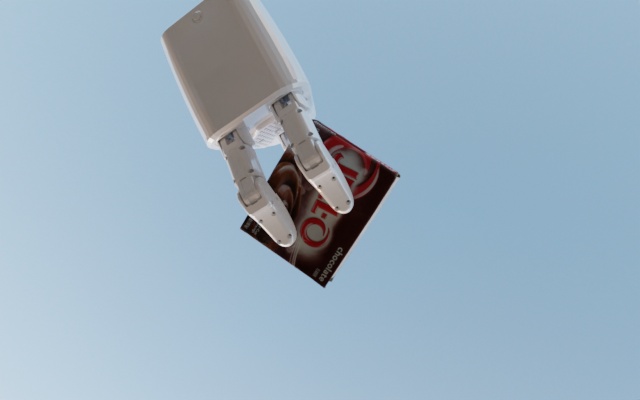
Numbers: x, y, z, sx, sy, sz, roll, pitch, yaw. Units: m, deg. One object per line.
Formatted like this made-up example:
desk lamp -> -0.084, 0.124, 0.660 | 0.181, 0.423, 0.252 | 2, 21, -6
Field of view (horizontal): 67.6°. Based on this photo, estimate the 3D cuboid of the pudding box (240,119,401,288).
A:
pudding box -> 0.000, 0.001, 0.403 | 0.090, 0.113, 0.039 | 34, 11, 13
